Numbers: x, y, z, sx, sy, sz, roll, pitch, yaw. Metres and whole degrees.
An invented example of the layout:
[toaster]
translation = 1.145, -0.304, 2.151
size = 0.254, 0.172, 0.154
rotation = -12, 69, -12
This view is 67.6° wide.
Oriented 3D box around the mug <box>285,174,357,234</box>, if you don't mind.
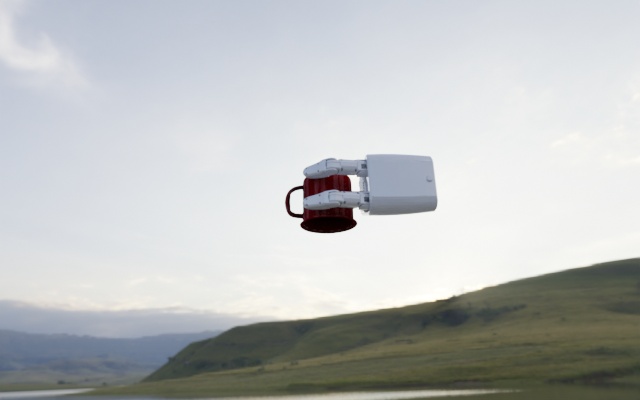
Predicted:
[mug]
translation = -0.001, 0.002, 0.783
size = 0.117, 0.081, 0.093
rotation = 0, -21, -5
